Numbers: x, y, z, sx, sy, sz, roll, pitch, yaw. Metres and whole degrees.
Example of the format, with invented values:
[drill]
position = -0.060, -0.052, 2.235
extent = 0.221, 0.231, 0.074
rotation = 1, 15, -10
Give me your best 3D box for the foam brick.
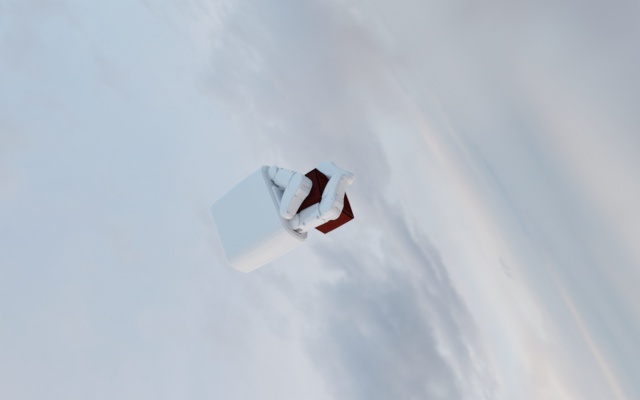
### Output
[foam brick]
position = 0.000, 0.002, 0.656
extent = 0.051, 0.053, 0.078
rotation = -32, -40, 21
